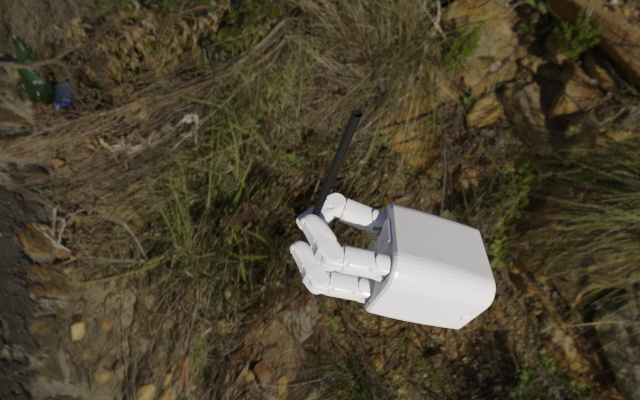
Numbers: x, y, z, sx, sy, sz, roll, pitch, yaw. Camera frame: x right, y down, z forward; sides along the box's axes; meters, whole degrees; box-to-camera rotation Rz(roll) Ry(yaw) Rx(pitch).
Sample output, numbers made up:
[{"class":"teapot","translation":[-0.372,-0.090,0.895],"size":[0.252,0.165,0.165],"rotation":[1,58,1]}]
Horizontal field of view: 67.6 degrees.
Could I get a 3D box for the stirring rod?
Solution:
[{"class":"stirring rod","translation":[0.000,0.002,0.454],"size":[0.011,0.011,0.240],"rotation":[0,-34,-16]}]
